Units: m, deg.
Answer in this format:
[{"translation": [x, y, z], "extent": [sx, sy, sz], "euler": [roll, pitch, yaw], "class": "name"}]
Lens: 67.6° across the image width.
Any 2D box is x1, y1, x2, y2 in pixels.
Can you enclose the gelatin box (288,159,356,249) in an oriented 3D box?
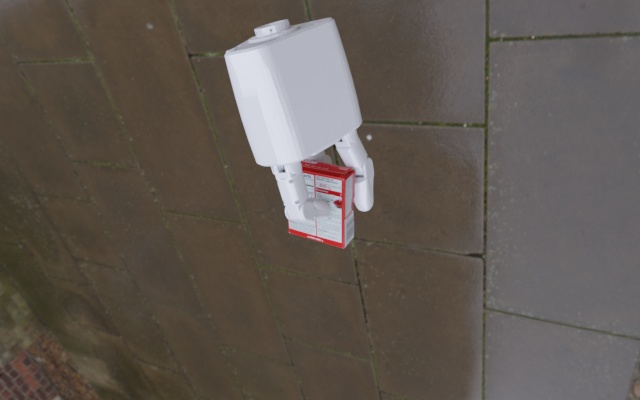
[{"translation": [0.000, 0.002, 0.529], "extent": [0.073, 0.089, 0.030], "euler": [13, 31, 25], "class": "gelatin box"}]
